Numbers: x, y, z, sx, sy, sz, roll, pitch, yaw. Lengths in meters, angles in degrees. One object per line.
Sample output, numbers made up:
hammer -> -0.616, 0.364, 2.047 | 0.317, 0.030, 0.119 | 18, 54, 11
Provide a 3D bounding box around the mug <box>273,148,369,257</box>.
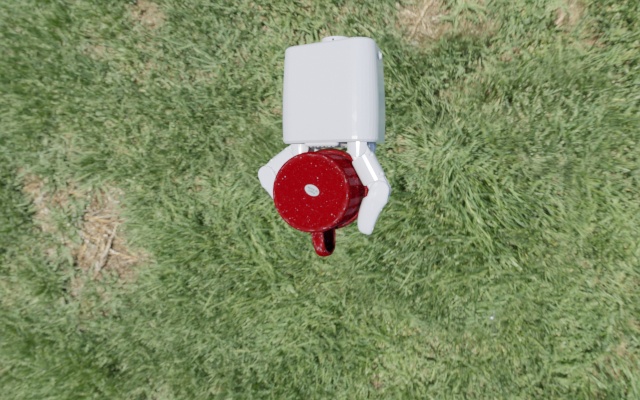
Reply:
mug -> 0.000, 0.003, 0.507 | 0.093, 0.117, 0.081 | -1, 4, 15
